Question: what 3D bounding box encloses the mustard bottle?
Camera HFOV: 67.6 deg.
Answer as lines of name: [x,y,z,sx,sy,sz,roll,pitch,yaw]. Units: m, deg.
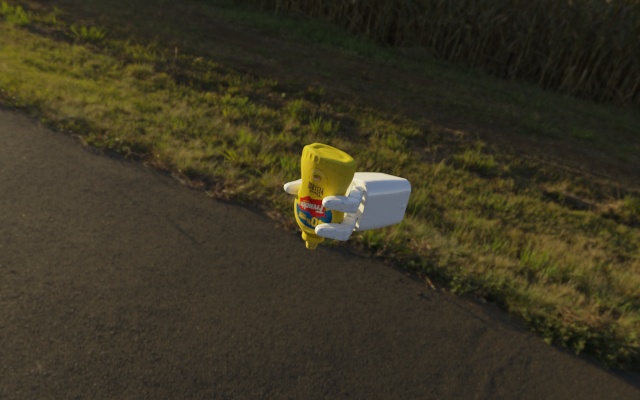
mustard bottle: [0.000,0.003,0.843,0.096,0.192,0.058,26,30,27]
